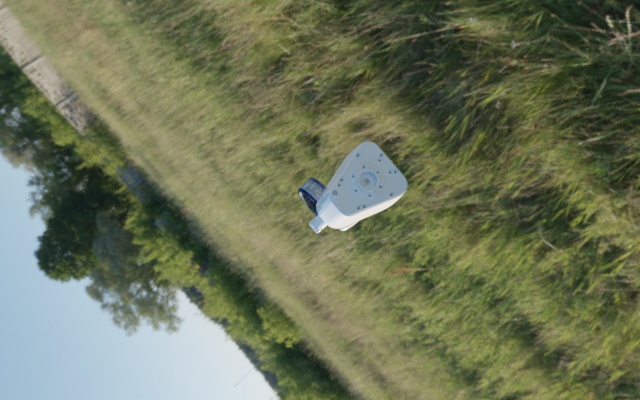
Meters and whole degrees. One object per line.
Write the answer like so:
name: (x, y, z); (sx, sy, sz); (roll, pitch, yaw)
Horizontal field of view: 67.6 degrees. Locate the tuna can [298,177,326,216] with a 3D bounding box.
tuna can: (0.000, 0.003, 0.825); (0.033, 0.086, 0.086); (-43, 9, -10)
